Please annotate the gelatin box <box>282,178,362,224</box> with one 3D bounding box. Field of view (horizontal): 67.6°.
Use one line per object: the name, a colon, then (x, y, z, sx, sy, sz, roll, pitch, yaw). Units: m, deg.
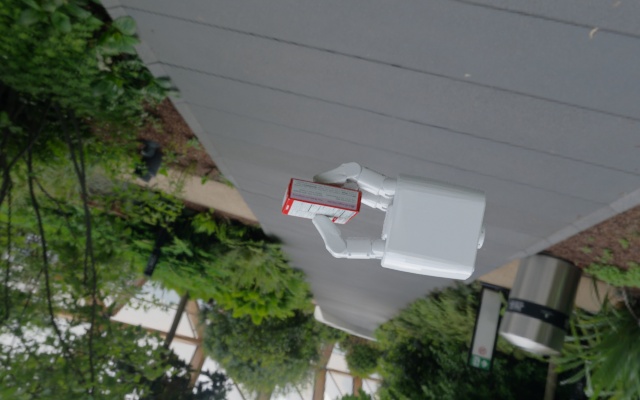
gelatin box: (0.000, 0.002, 0.595, 0.089, 0.030, 0.073, 10, -16, -8)
